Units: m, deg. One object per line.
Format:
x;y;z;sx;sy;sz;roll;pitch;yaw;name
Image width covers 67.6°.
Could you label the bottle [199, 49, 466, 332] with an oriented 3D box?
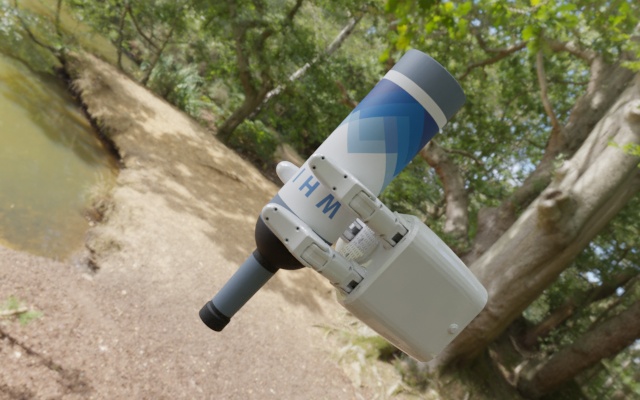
0.000;0.001;0.420;0.069;0.296;0.069;43;4;-4;bottle
